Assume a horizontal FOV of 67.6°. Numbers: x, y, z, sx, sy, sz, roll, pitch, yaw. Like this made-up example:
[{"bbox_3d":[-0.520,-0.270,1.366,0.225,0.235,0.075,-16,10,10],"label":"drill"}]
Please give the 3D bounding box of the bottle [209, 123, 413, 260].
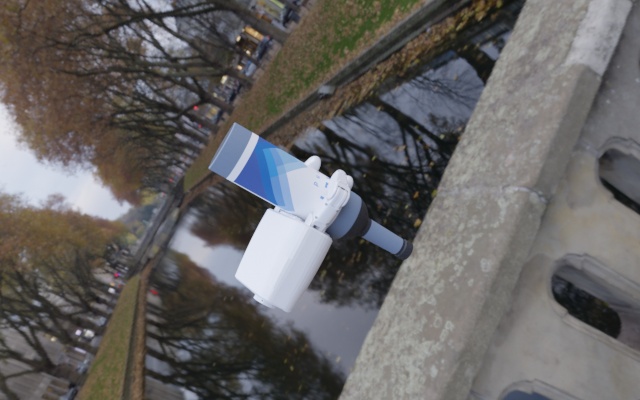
[{"bbox_3d":[0.000,0.002,0.633,0.296,0.069,0.069,30,-9,-16],"label":"bottle"}]
